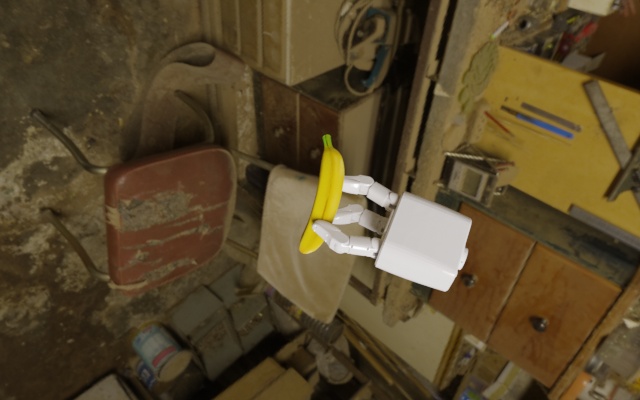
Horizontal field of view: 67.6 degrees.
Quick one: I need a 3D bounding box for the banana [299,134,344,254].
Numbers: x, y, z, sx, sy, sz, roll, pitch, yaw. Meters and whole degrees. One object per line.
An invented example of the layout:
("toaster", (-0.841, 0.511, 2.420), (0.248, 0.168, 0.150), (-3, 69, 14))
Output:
("banana", (0.003, 0.007, 0.706), (0.037, 0.198, 0.069), (9, 23, -12))
